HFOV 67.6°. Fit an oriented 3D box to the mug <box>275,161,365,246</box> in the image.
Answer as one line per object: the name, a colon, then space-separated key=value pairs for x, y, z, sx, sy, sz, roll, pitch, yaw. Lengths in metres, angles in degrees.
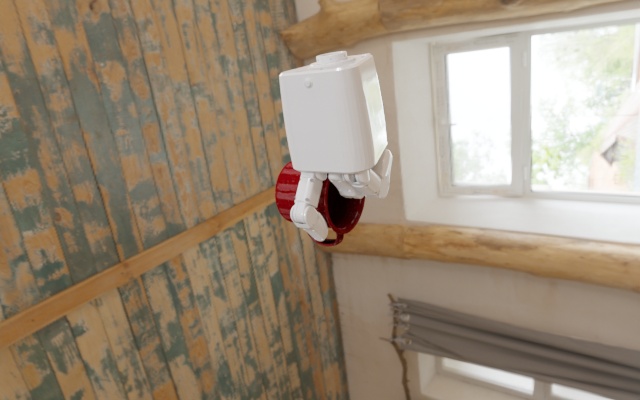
mug: x=0.000 y=0.003 z=0.597 sx=0.081 sy=0.117 sz=0.093 roll=6 pitch=25 yaw=34
